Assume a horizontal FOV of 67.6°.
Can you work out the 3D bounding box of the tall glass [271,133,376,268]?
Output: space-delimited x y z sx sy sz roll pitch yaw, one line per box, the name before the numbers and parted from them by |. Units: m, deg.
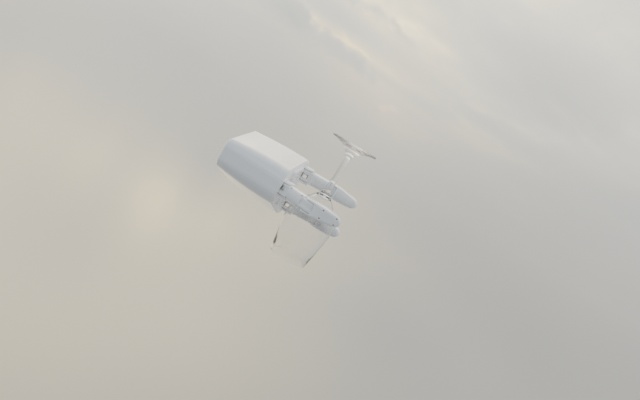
tall glass | 0.001 0.002 0.725 0.079 0.201 0.079 30 7 -4
